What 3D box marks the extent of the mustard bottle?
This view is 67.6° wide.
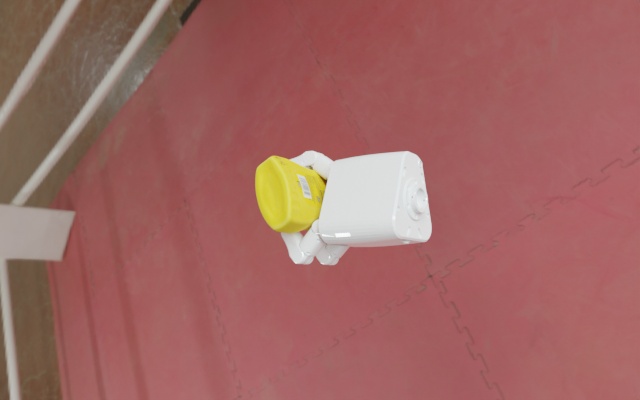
[{"bbox_3d":[0.000,0.002,0.657,0.058,0.096,0.191,-34,-28,31],"label":"mustard bottle"}]
